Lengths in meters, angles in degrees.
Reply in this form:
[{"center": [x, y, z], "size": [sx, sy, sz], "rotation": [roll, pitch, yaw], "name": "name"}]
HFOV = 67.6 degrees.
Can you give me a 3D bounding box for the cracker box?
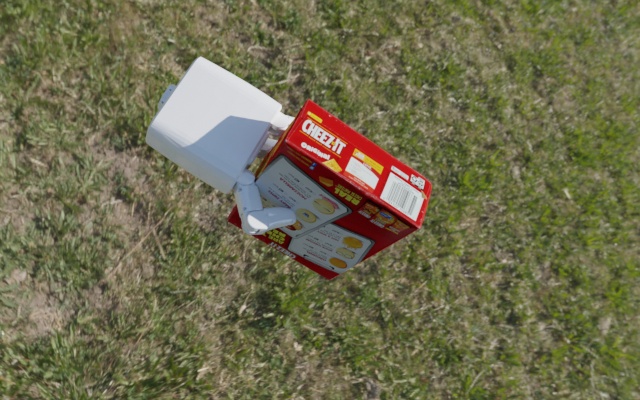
[{"center": [0.000, 0.002, 0.563], "size": [0.164, 0.072, 0.214], "rotation": [32, -33, -10], "name": "cracker box"}]
